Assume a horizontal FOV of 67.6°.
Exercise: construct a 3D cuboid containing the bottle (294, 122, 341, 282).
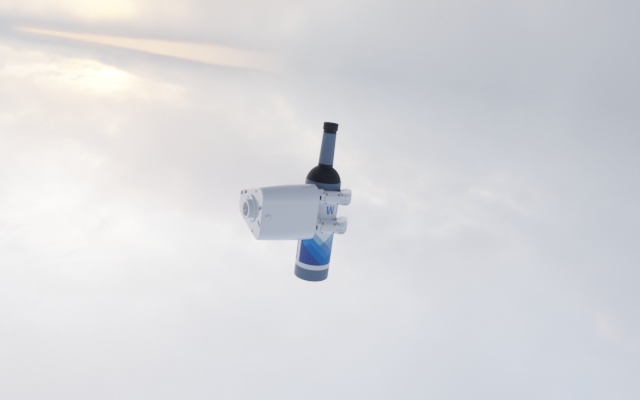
[{"bbox_3d":[0.000,0.003,0.886,0.069,0.296,0.069,7,15,-2],"label":"bottle"}]
